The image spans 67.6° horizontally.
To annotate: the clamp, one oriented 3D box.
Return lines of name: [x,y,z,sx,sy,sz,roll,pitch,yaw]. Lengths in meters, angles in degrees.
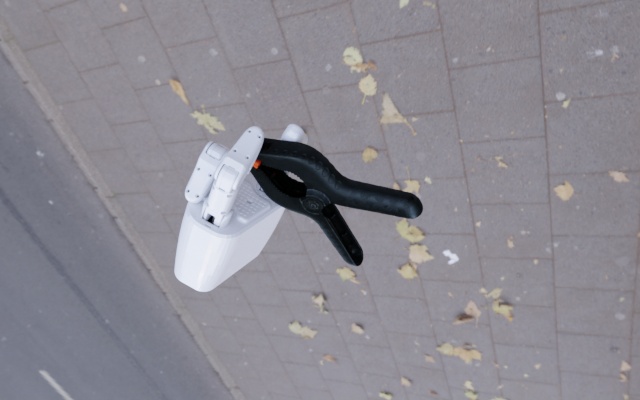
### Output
clamp: [0.000,0.002,0.468,0.171,0.120,0.039,29,41,0]
